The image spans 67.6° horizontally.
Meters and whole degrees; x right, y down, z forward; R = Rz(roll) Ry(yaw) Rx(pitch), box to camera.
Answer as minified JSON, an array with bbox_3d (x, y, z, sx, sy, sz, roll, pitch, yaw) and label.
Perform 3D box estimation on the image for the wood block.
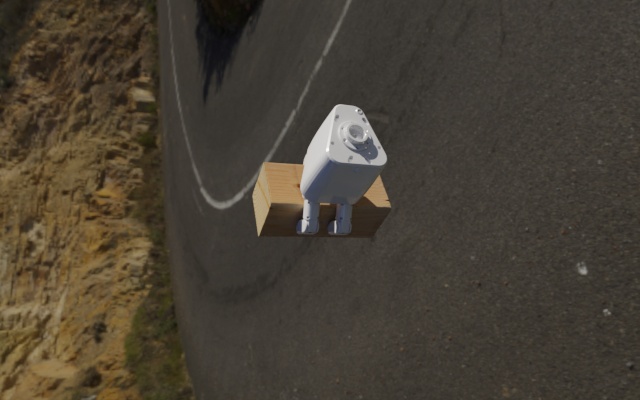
[{"bbox_3d":[0.000,0.002,0.804,0.206,0.090,0.090,3,-40,-21],"label":"wood block"}]
